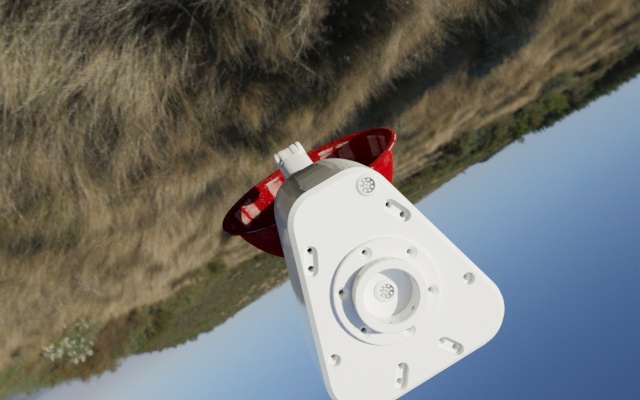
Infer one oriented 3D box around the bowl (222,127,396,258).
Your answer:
[{"bbox_3d":[0.000,0.001,0.406,0.162,0.055,0.162,-26,18,9],"label":"bowl"}]
